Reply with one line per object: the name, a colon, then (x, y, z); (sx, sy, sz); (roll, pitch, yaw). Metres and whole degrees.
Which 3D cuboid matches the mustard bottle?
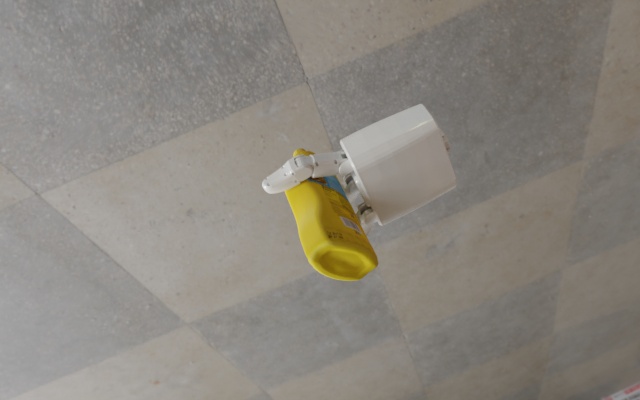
mustard bottle: (0.000, 0.002, 0.575); (0.096, 0.191, 0.058); (27, -61, -40)
